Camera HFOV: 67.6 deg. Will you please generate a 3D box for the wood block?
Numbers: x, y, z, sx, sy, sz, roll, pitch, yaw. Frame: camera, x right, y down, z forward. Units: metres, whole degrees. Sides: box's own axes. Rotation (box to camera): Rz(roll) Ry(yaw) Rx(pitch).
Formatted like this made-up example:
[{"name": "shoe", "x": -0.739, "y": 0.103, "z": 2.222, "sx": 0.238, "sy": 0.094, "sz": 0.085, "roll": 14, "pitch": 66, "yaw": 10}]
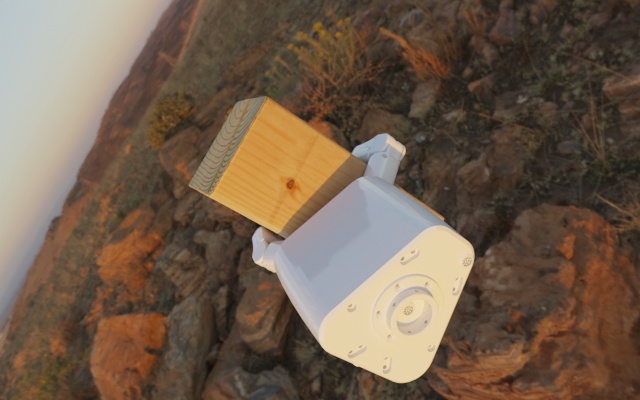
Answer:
[{"name": "wood block", "x": 0.000, "y": 0.001, "z": 0.439, "sx": 0.206, "sy": 0.091, "sz": 0.090, "roll": 32, "pitch": -7, "yaw": -26}]
